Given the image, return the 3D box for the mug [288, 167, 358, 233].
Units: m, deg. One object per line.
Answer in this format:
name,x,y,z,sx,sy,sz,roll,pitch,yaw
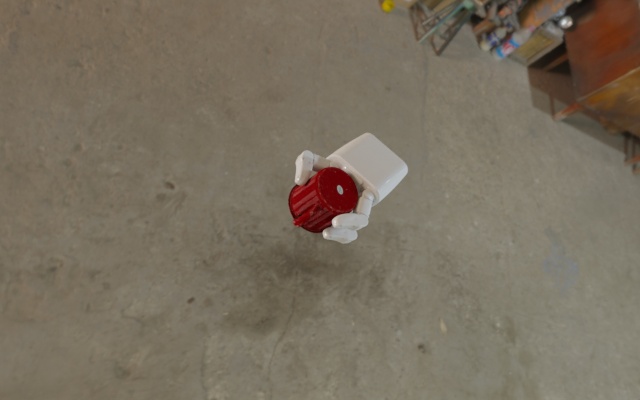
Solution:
mug,-0.001,0.003,0.766,0.117,0.093,0.081,-39,3,-40
